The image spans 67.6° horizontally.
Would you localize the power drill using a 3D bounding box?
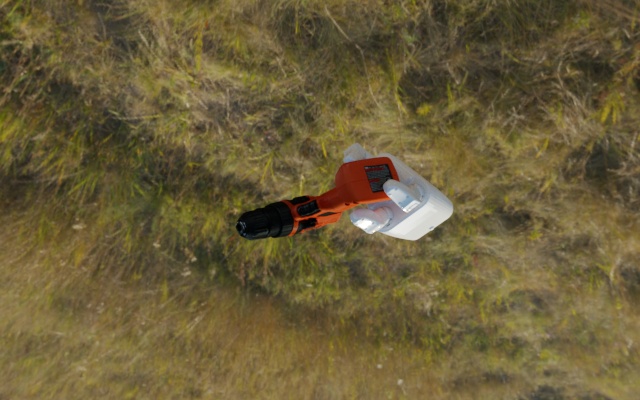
[{"bbox_3d":[0.001,0.002,0.645,0.184,0.057,0.188,-13,-7,-44],"label":"power drill"}]
